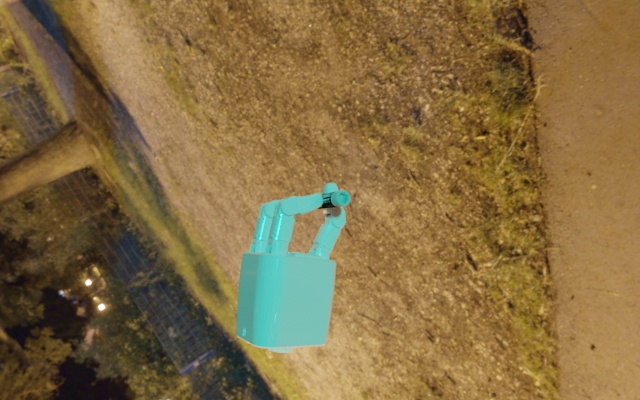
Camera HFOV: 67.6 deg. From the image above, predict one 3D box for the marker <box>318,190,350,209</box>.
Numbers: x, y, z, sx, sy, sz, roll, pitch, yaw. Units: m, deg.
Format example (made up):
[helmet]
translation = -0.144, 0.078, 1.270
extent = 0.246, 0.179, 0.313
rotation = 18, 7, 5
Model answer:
[marker]
translation = 0.000, 0.002, 0.609
extent = 0.020, 0.020, 0.121
rotation = 0, -5, -27
